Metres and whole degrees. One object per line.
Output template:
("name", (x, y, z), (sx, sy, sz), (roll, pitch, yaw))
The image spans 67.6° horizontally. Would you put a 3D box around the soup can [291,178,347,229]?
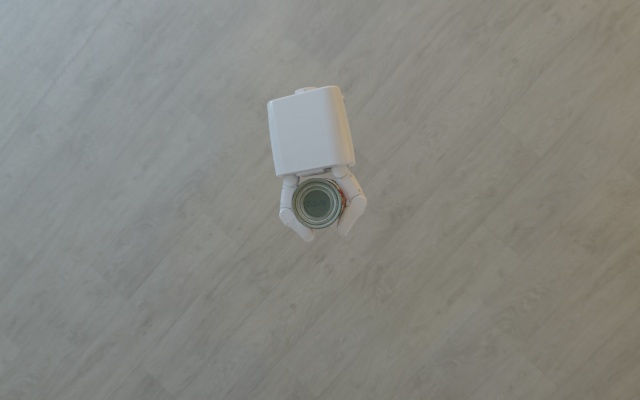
("soup can", (0.000, 0.003, 0.658), (0.068, 0.068, 0.102), (0, 2, 5))
